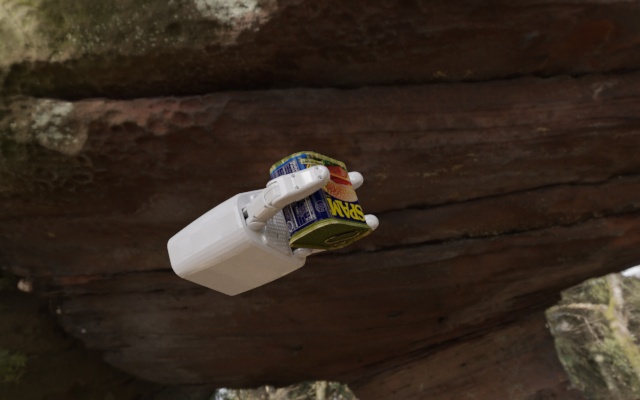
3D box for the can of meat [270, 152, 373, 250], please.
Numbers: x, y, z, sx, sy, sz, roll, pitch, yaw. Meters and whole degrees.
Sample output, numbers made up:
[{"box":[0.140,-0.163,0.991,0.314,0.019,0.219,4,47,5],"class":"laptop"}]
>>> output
[{"box":[0.000,0.001,0.500,0.057,0.084,0.102,-30,-22,27],"class":"can of meat"}]
